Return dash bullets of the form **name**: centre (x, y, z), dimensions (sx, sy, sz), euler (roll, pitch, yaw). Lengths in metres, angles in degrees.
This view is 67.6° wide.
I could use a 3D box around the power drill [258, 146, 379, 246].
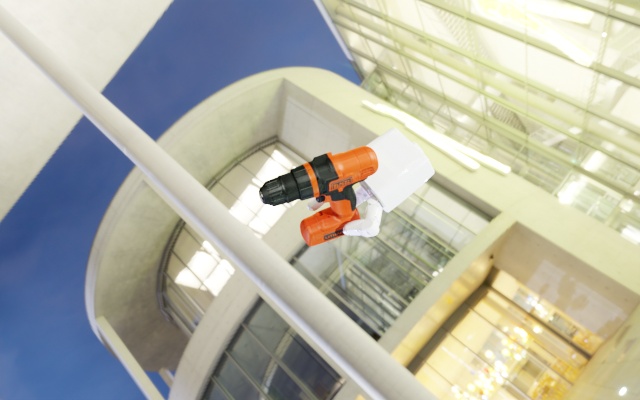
- **power drill**: centre (0.000, 0.003, 0.758), dimensions (0.184, 0.057, 0.188), euler (-18, -30, -9)
